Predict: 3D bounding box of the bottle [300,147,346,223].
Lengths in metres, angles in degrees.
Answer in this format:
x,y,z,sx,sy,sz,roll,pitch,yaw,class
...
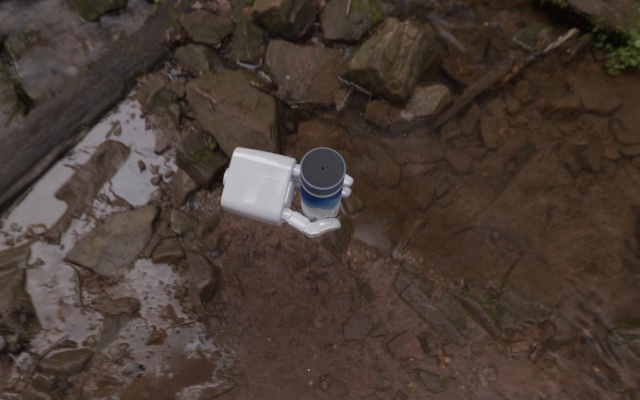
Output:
x,y,z,sx,sy,sz,roll,pitch,yaw,class
0.000,0.003,0.822,0.069,0.069,0.296,0,-20,-1,bottle
